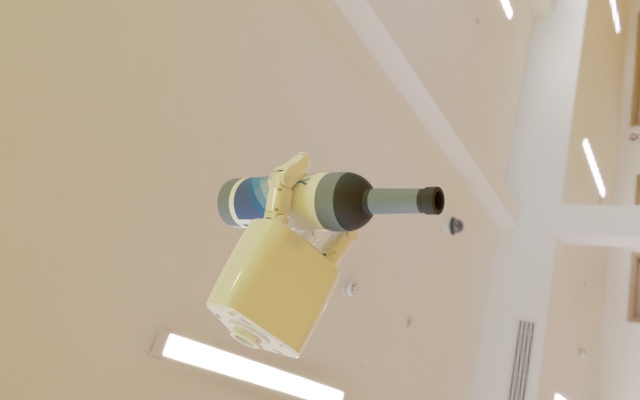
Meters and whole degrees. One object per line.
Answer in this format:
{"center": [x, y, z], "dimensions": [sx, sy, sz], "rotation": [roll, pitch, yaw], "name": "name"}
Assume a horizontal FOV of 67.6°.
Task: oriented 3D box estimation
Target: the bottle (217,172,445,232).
{"center": [0.000, 0.002, 0.550], "dimensions": [0.295, 0.069, 0.069], "rotation": [-1, -1, 40], "name": "bottle"}
